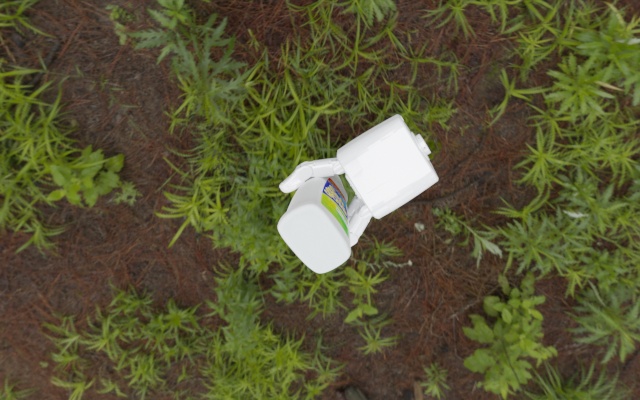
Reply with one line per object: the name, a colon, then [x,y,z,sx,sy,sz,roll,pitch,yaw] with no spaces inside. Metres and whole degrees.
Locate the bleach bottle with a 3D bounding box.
bleach bottle: [0.000,0.002,0.716,0.068,0.102,0.250,-32,18,16]
